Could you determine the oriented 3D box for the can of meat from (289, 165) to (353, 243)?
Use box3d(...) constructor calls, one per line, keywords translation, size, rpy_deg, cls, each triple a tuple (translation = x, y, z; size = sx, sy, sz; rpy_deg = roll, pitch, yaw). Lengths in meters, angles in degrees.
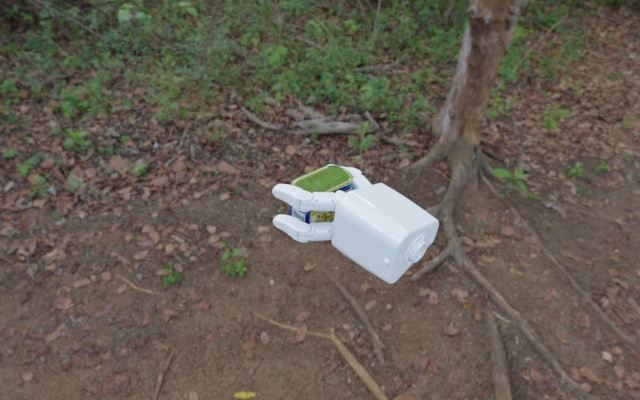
box3d(translation=(0.000, 0.002, 0.721), size=(0.102, 0.084, 0.057), rpy_deg=(-27, 50, -32), cls="can of meat")
